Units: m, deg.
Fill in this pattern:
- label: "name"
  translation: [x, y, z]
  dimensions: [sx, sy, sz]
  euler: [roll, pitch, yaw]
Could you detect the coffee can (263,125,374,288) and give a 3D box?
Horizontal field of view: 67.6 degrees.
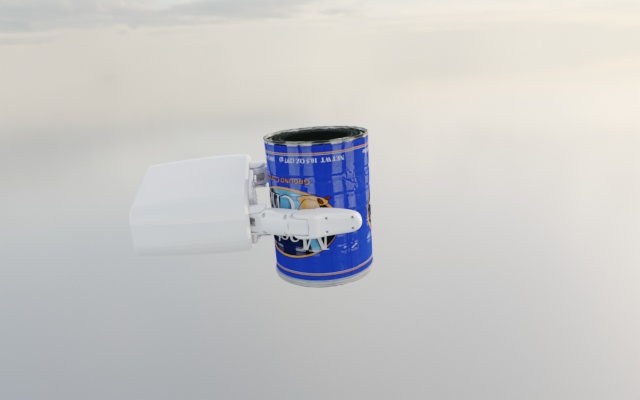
- label: "coffee can"
  translation: [0.000, 0.002, 0.481]
  dimensions: [0.103, 0.140, 0.102]
  euler: [-4, 16, 1]
